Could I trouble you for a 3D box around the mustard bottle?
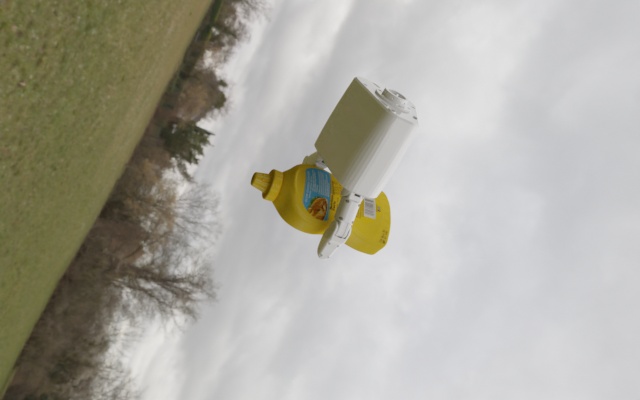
[{"bbox_3d":[0.000,0.002,0.630,0.191,0.096,0.058,20,-37,-21],"label":"mustard bottle"}]
